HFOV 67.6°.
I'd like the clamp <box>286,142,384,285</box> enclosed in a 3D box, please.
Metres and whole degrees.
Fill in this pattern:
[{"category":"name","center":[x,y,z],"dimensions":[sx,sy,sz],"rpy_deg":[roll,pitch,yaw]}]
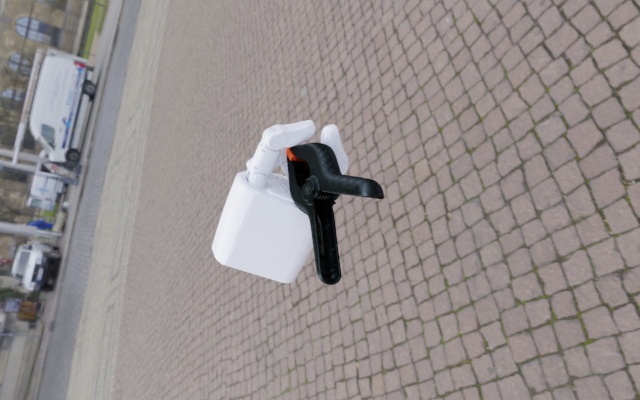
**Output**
[{"category":"clamp","center":[0.000,0.001,0.503],"dimensions":[0.039,0.120,0.171],"rpy_deg":[13,22,-30]}]
